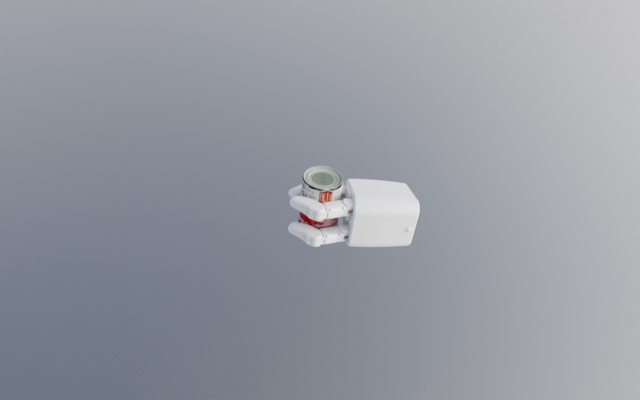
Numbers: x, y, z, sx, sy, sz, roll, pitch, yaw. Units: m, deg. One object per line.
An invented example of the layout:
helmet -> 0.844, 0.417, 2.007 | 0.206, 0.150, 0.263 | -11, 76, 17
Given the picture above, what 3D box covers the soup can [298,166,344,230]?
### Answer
soup can -> 0.000, 0.002, 0.787 | 0.068, 0.102, 0.068 | 4, 38, -3
